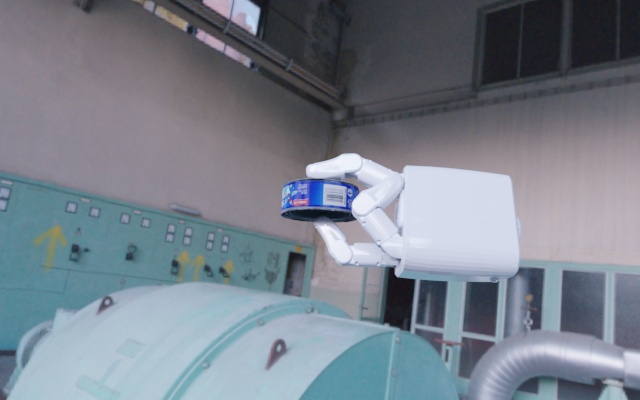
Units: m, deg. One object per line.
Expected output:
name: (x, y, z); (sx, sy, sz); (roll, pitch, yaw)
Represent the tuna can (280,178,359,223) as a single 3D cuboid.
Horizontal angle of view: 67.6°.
tuna can: (0.000, 0.001, 0.524); (0.086, 0.033, 0.086); (2, -11, 0)
